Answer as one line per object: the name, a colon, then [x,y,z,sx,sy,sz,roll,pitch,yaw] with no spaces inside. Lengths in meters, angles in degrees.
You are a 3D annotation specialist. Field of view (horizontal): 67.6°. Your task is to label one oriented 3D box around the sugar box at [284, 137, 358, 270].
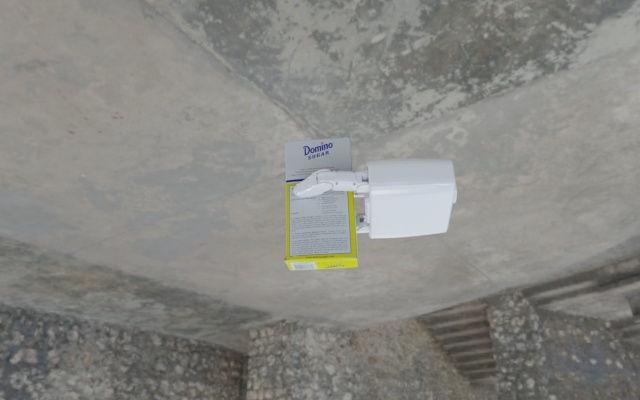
sugar box: [0.000,0.002,0.644,0.093,0.176,0.048,-3,-26,4]
